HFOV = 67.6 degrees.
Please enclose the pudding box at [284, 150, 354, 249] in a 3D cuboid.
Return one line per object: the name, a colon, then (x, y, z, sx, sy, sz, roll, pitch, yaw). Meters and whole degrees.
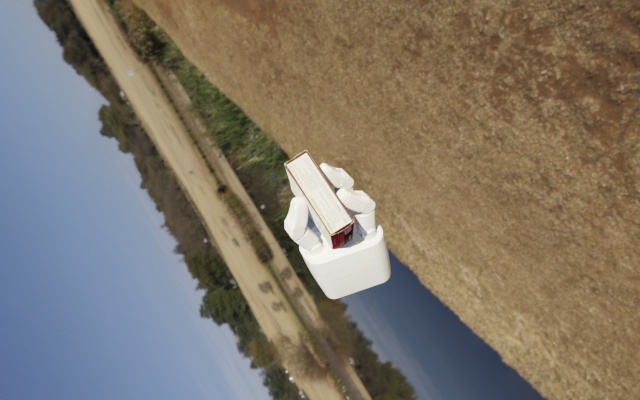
pudding box: (0.000, 0.002, 0.616, 0.039, 0.113, 0.090, -33, -15, -8)
